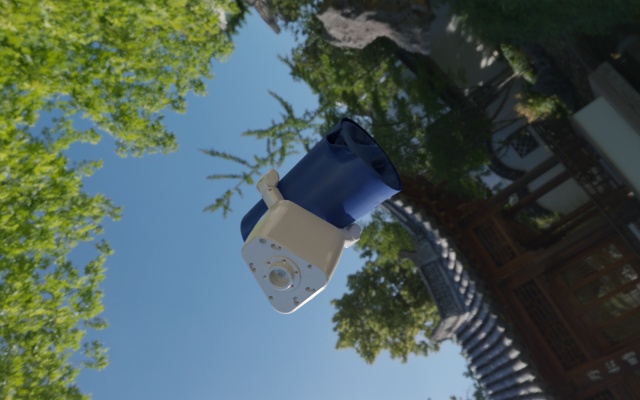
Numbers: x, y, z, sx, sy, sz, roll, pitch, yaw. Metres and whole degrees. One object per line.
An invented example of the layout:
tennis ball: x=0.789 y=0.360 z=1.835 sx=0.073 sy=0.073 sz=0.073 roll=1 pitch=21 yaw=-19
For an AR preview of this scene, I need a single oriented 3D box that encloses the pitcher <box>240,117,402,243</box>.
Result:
pitcher: x=0.000 y=0.002 z=0.734 sx=0.243 sy=0.149 sz=0.145 roll=-39 pitch=9 yaw=23
